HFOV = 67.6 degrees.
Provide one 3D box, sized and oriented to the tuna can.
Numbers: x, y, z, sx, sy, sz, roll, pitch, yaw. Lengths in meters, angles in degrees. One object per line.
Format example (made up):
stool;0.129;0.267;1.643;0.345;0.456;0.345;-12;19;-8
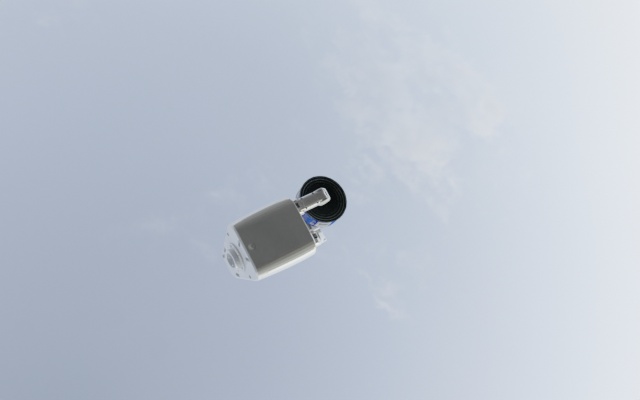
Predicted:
tuna can;0.000;0.003;0.828;0.086;0.086;0.034;0;-21;-22
